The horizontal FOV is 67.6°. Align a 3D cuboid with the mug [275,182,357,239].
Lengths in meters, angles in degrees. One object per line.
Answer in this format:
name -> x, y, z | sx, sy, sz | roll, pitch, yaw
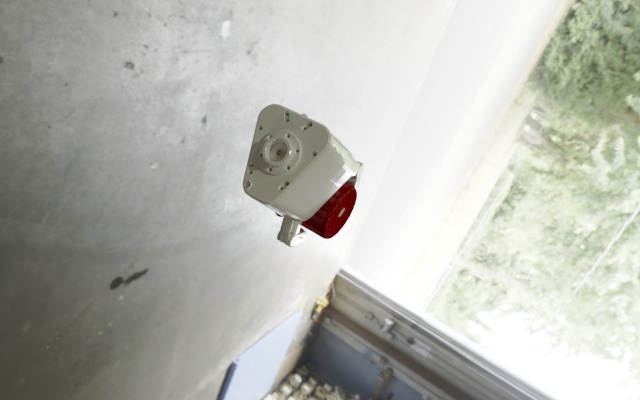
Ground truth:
mug -> 0.001, 0.003, 0.663 | 0.081, 0.093, 0.117 | 30, 1, 20
